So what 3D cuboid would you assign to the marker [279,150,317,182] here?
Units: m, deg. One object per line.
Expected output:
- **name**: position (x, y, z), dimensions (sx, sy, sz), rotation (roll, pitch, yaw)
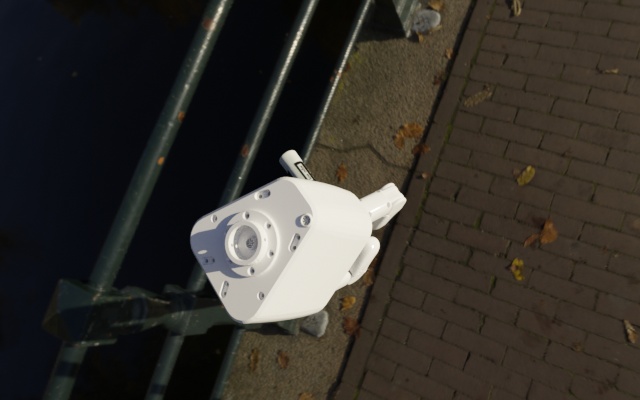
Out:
- **marker**: position (0.000, 0.001, 0.453), dimensions (0.020, 0.121, 0.020), rotation (-31, -21, -14)
